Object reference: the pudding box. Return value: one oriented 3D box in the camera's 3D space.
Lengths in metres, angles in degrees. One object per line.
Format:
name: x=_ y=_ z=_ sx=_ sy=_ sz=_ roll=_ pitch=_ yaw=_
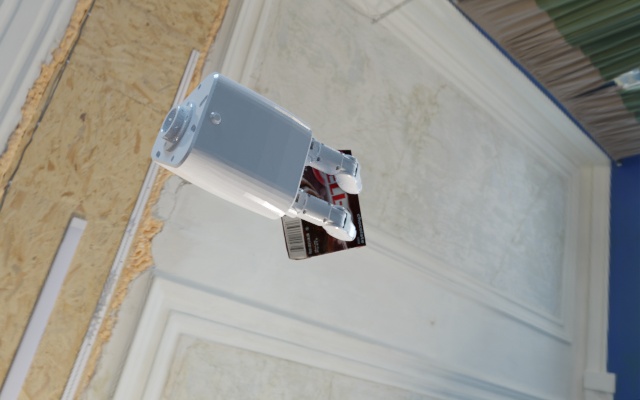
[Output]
pudding box: x=0.000 y=0.002 z=0.515 sx=0.090 sy=0.113 sz=0.039 roll=-6 pitch=-2 yaw=-42
